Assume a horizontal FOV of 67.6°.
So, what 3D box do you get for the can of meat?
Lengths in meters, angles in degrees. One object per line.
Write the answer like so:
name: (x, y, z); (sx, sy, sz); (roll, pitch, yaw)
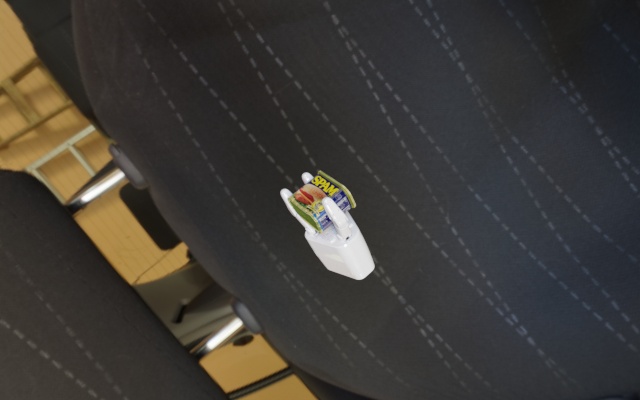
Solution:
can of meat: (0.000, 0.003, 0.888); (0.084, 0.057, 0.102); (-40, 43, -13)
